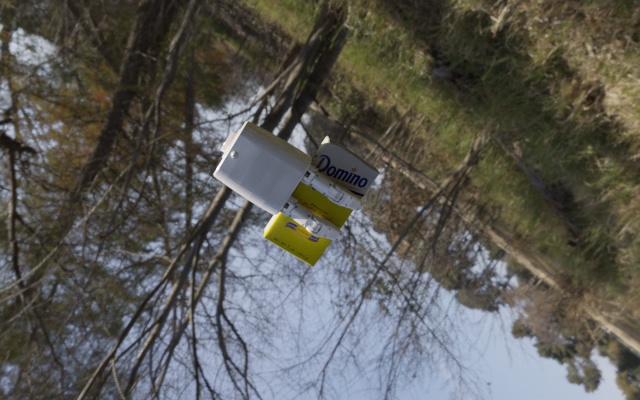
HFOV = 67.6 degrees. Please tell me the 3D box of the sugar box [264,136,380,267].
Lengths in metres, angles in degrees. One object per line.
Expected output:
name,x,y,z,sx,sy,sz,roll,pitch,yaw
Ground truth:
sugar box,0.000,0.003,0.717,0.093,0.176,0.048,31,13,-12
